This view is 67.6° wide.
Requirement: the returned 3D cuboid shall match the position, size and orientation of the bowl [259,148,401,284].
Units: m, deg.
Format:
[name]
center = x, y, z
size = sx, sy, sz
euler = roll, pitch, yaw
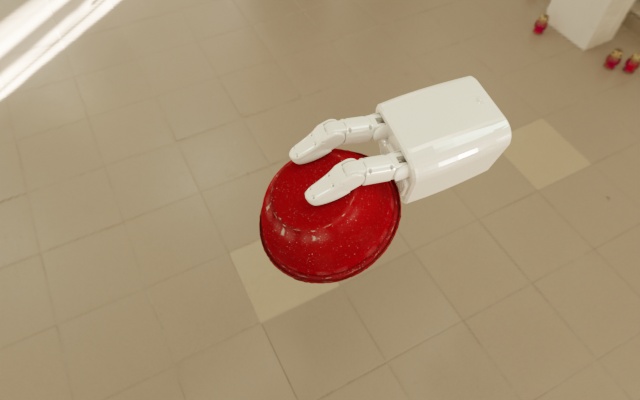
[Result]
[bowl]
center = -0.001, 0.002, 0.499
size = 0.162, 0.162, 0.055
euler = 0, -27, 20
